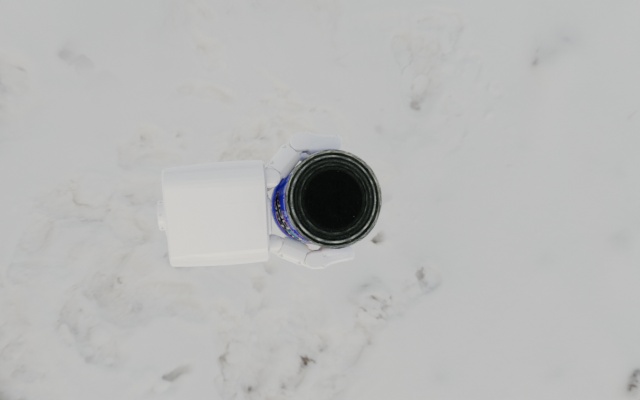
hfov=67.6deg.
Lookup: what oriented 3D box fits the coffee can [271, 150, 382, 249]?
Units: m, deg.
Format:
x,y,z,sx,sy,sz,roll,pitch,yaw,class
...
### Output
x,y,z,sx,sy,sz,roll,pitch,yaw,class
0.000,0.002,0.555,0.103,0.103,0.140,0,-3,-12,coffee can
